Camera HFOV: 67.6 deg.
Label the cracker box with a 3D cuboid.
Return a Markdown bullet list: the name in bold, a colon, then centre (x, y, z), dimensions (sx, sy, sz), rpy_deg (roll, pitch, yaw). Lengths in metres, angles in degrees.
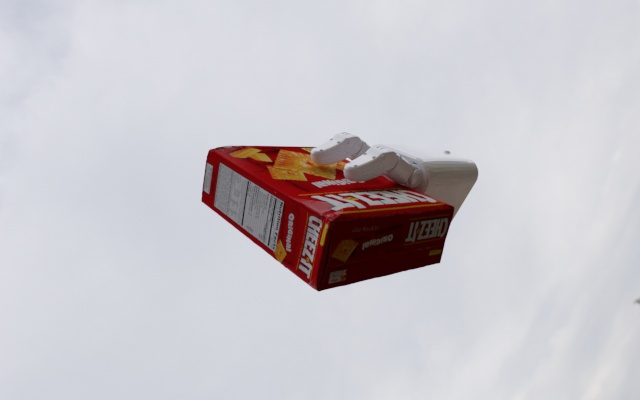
- **cracker box**: centre (0.000, 0.002, 0.494), dimensions (0.164, 0.072, 0.213), rpy_deg (-5, 23, -40)
